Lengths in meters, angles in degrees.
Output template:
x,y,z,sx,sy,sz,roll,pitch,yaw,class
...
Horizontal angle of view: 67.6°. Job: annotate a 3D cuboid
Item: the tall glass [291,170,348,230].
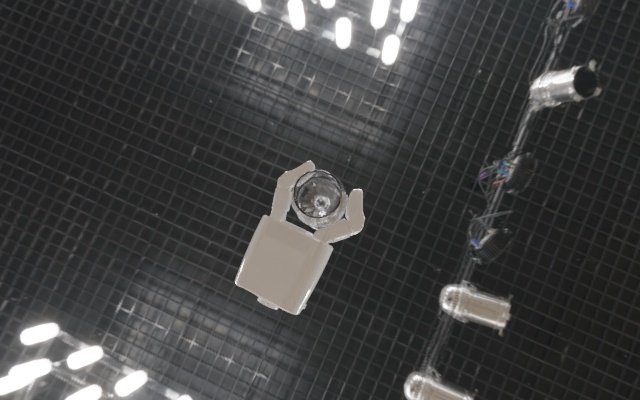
x,y,z,sx,sy,sz,roll,pitch,yaw,class
0.000,0.002,0.698,0.079,0.079,0.201,0,-6,2,tall glass
